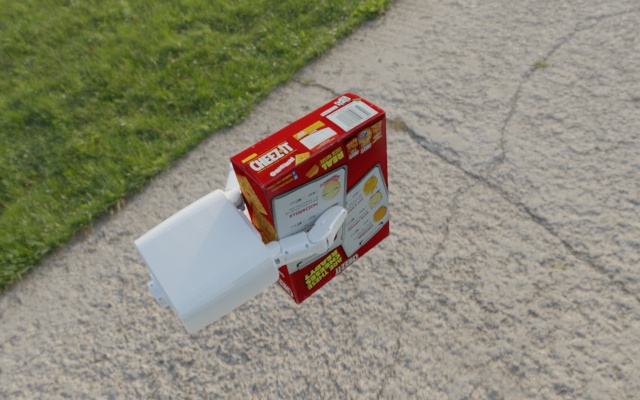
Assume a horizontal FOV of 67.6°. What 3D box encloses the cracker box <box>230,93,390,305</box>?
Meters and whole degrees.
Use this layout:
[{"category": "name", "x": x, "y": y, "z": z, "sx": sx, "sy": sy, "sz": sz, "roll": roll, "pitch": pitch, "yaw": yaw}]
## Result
[{"category": "cracker box", "x": 0.000, "y": 0.002, "z": 0.571, "sx": 0.164, "sy": 0.214, "sz": 0.072, "roll": -34, "pitch": 51, "yaw": -21}]
